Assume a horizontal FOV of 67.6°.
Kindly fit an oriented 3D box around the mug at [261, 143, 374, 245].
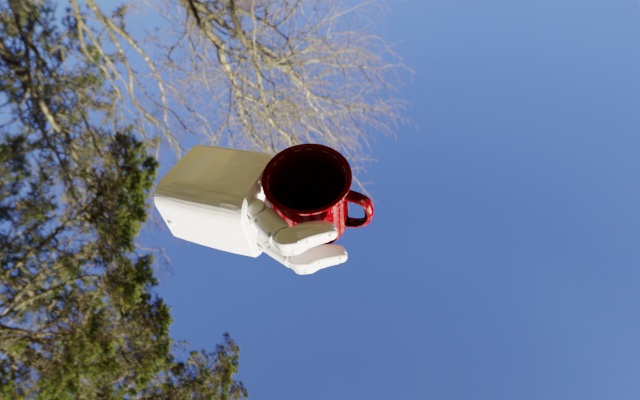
[{"bbox_3d":[0.002,0.002,0.515,0.117,0.093,0.082,11,-34,13],"label":"mug"}]
